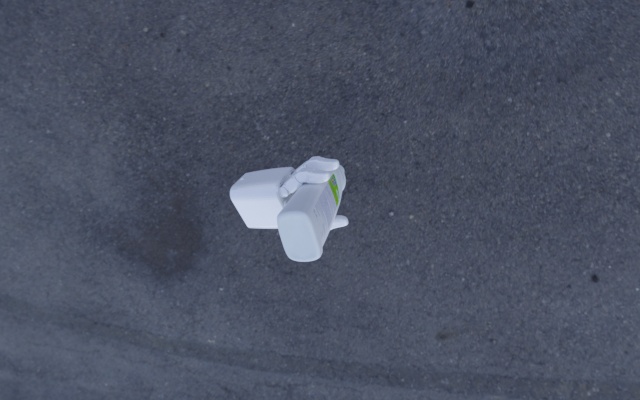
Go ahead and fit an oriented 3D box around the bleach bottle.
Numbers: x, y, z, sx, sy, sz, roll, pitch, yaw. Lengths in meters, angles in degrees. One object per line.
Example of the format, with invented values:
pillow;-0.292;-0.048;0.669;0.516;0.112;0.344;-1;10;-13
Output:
bleach bottle;0.000;0.003;0.891;0.068;0.103;0.250;-5;26;22
